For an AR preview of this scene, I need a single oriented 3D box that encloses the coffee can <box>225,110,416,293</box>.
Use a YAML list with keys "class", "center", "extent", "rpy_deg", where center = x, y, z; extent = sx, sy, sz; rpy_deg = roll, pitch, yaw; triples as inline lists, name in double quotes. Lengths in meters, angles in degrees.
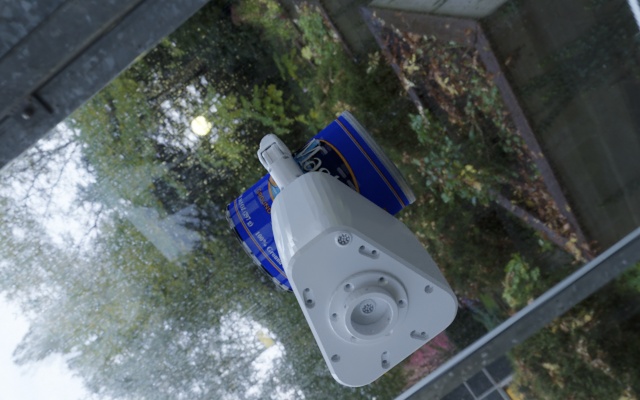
- class: "coffee can"
  center: [0.000, 0.001, 0.437]
  extent: [0.140, 0.103, 0.103]
  rpy_deg: [-38, -4, 5]
